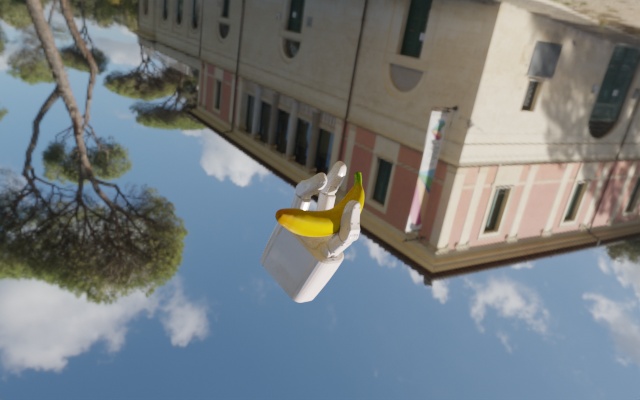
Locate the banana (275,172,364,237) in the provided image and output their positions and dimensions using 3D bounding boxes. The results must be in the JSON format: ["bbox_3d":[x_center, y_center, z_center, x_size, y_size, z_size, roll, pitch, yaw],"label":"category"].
[{"bbox_3d":[0.011,0.017,0.704,0.037,0.069,0.197,-32,-3,42],"label":"banana"}]
